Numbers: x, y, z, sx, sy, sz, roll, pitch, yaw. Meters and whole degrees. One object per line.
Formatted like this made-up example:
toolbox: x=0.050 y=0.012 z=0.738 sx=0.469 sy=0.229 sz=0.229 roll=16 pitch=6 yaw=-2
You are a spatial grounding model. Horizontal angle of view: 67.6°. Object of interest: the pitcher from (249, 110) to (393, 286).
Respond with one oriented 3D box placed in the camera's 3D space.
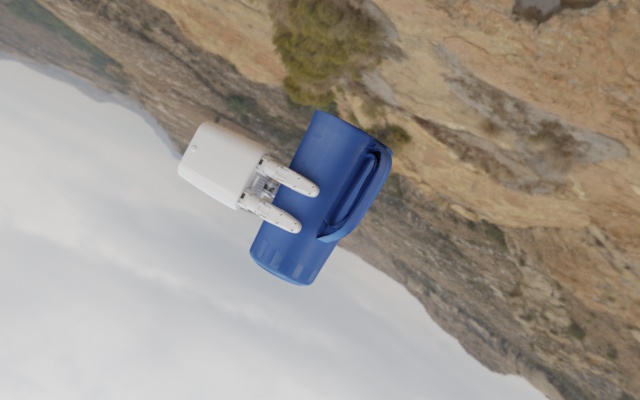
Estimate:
pitcher: x=0.000 y=0.002 z=0.702 sx=0.145 sy=0.243 sz=0.149 roll=29 pitch=1 yaw=9
